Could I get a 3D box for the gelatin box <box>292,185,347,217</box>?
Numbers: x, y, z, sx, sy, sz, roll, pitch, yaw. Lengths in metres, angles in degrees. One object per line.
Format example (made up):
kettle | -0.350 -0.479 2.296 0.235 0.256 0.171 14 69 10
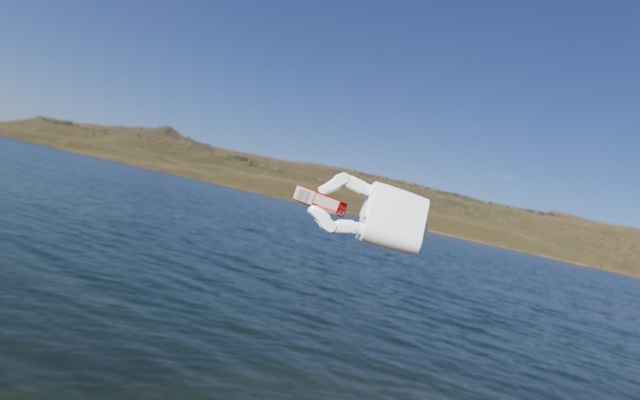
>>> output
gelatin box | 0.000 0.002 0.874 0.089 0.030 0.073 20 -1 11
